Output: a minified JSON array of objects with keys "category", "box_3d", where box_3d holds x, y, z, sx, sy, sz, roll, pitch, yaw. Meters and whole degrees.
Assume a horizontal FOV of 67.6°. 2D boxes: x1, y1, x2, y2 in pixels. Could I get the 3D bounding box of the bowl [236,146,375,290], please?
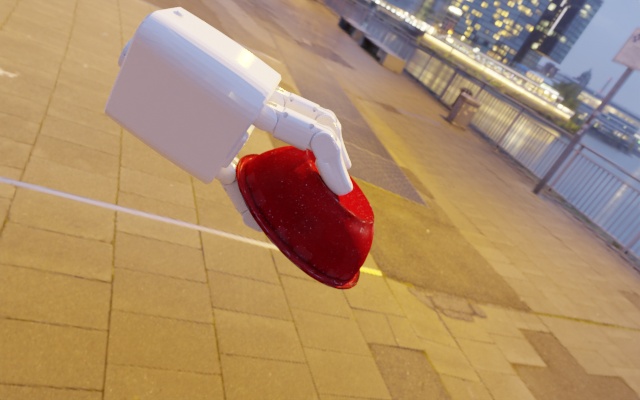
[{"category":"bowl","box_3d":[0.001,0.002,0.448,0.055,0.162,0.162,-41,-16,18]}]
